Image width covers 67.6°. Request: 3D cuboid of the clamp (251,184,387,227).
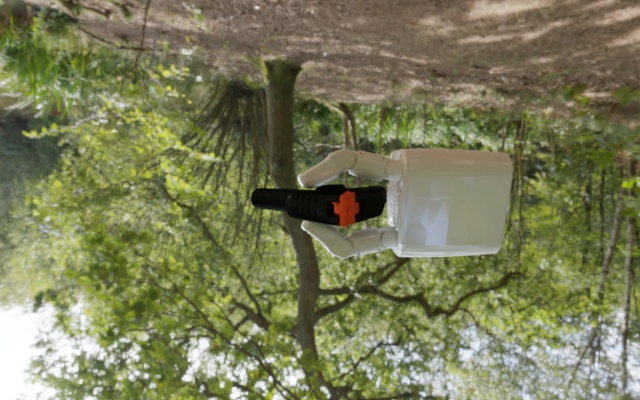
[{"bbox_3d":[0.000,0.002,0.490,0.164,0.036,0.210,-2,4,0],"label":"clamp"}]
